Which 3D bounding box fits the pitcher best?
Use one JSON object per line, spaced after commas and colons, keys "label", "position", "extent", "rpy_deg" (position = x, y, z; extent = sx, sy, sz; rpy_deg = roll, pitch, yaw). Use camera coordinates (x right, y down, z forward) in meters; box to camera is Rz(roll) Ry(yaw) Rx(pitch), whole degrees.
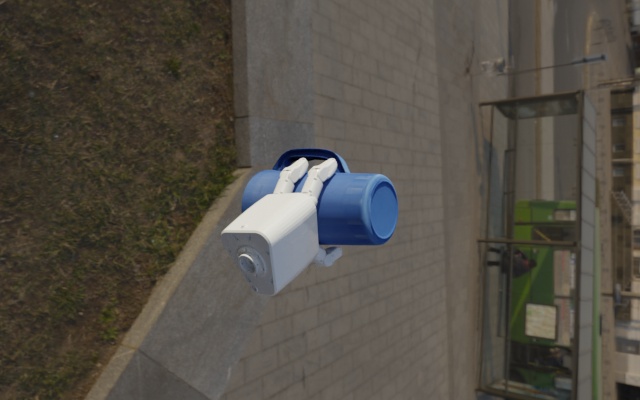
{"label": "pitcher", "position": [0.000, 0.003, 0.785], "extent": [0.243, 0.149, 0.145], "rpy_deg": [0, 28, 36]}
